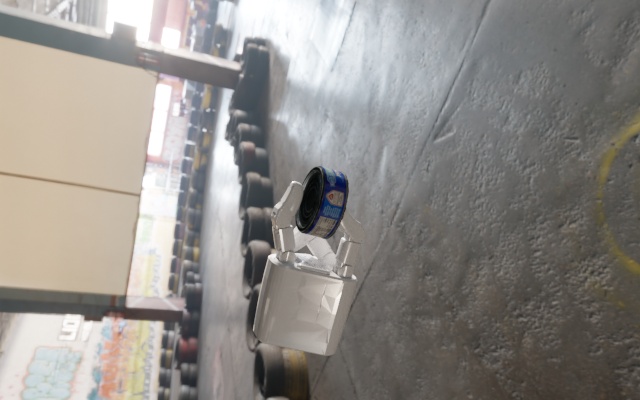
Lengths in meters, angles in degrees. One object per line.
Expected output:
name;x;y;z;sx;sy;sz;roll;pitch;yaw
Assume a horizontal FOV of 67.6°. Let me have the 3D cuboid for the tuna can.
tuna can;0.000;0.002;0.582;0.034;0.086;0.086;15;-5;-21
